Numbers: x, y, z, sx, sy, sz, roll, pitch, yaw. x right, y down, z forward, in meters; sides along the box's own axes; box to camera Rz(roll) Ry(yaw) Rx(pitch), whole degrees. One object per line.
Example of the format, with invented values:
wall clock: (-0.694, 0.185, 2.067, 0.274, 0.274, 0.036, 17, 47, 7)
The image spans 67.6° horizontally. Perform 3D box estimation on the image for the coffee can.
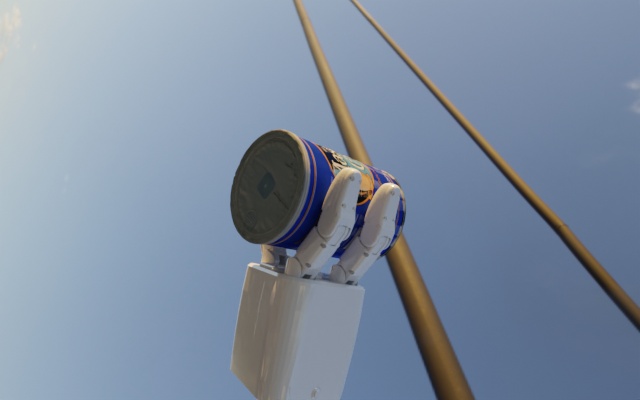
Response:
coffee can: (0.000, 0.001, 0.462, 0.140, 0.103, 0.103, 17, -11, -43)
